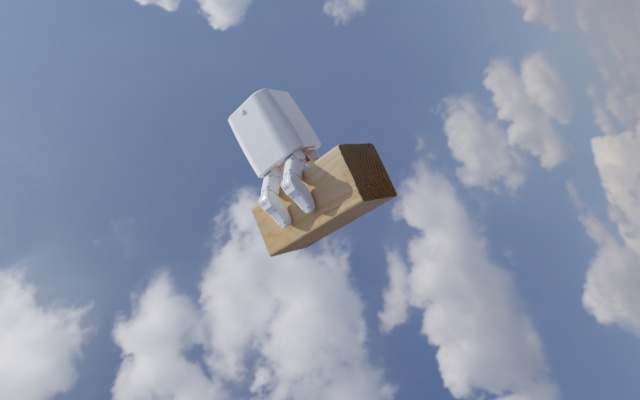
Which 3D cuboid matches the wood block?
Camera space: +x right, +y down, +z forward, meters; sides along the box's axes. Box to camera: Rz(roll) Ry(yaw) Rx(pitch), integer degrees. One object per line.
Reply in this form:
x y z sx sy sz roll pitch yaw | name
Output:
0.000 0.002 0.734 0.206 0.090 0.091 -33 -14 38 | wood block
